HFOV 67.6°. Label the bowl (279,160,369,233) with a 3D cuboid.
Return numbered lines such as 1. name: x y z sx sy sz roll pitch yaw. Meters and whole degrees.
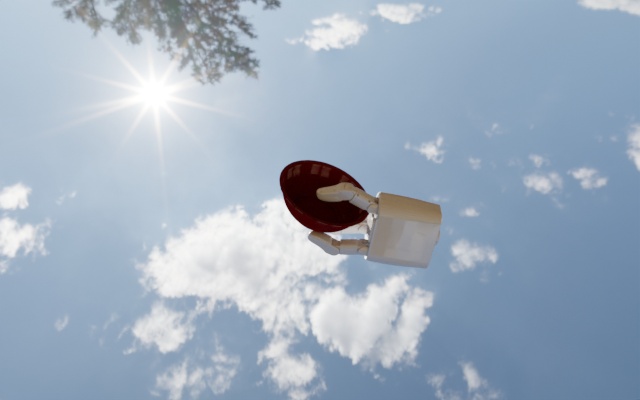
1. bowl: -0.001 0.002 0.808 0.162 0.055 0.162 16 38 -13
